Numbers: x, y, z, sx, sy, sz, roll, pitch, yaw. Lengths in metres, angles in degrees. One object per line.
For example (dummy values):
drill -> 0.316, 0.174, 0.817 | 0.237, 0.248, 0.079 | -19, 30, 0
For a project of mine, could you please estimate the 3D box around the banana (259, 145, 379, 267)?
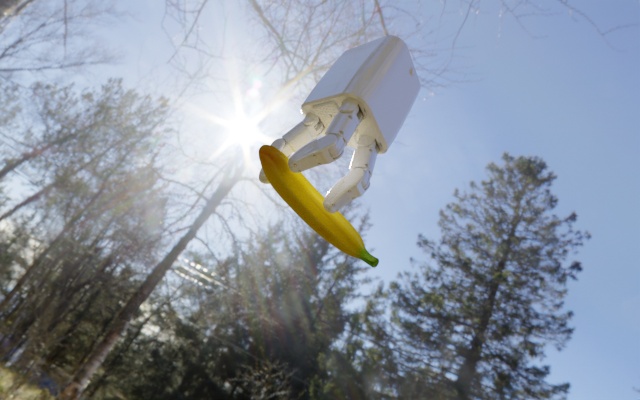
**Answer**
banana -> -0.007, 0.005, 0.562 | 0.198, 0.037, 0.069 | 44, -21, -21
